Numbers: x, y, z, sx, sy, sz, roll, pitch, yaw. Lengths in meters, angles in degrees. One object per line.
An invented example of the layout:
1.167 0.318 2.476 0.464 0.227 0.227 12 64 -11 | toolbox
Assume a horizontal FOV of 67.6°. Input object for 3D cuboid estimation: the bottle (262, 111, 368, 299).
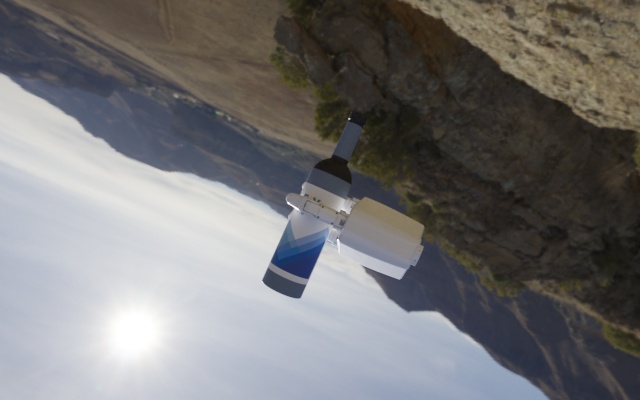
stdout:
0.000 0.003 0.734 0.069 0.295 0.069 24 0 0 | bottle
